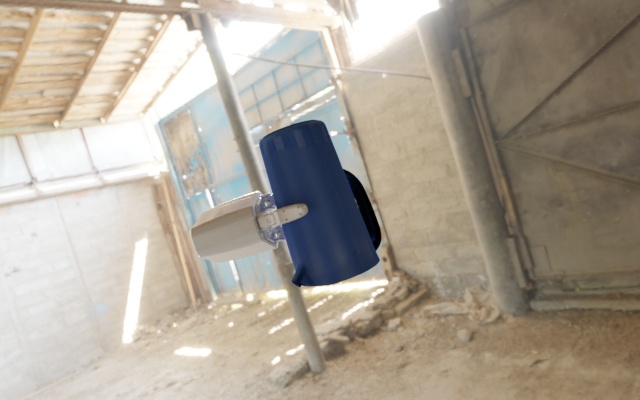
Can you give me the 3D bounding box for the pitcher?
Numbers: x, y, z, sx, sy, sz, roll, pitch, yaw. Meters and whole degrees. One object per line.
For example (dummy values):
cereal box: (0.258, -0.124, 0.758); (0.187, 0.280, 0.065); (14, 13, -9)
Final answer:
pitcher: (0.000, 0.003, 0.744); (0.145, 0.243, 0.149); (-18, 2, 9)
